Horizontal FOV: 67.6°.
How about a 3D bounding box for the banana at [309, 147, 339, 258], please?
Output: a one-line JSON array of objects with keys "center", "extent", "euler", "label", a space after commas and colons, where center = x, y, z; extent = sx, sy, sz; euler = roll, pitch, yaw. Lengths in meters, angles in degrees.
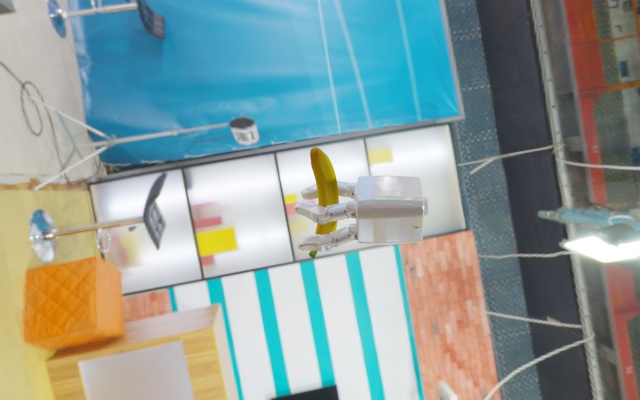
[{"center": [0.007, -0.001, 0.802], "extent": [0.037, 0.198, 0.069], "euler": [9, 26, 20], "label": "banana"}]
